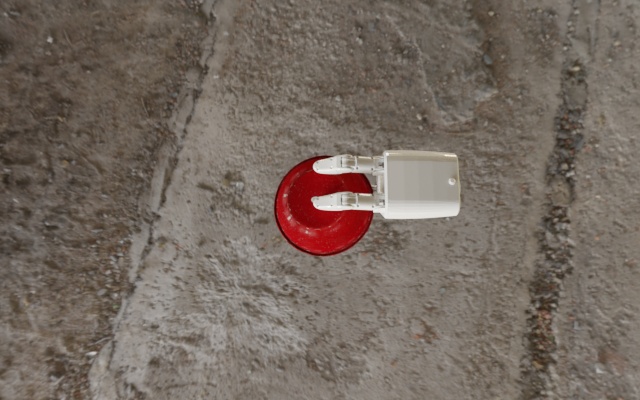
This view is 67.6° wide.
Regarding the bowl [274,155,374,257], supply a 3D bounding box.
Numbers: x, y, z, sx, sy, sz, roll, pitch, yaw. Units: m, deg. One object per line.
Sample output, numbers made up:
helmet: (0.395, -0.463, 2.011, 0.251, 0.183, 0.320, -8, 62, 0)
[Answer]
bowl: (-0.001, 0.003, 0.725, 0.162, 0.162, 0.055, 0, -11, 11)
